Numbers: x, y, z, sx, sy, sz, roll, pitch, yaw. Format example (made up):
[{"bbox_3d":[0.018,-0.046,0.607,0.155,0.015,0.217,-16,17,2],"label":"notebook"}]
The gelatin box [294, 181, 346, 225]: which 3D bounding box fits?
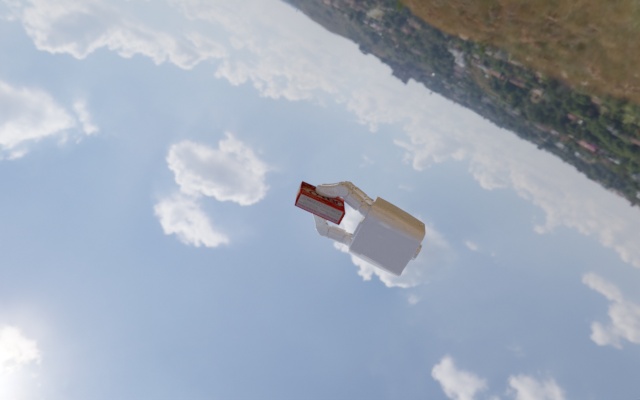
[{"bbox_3d":[0.000,0.003,0.856,0.089,0.030,0.073,23,18,-7],"label":"gelatin box"}]
